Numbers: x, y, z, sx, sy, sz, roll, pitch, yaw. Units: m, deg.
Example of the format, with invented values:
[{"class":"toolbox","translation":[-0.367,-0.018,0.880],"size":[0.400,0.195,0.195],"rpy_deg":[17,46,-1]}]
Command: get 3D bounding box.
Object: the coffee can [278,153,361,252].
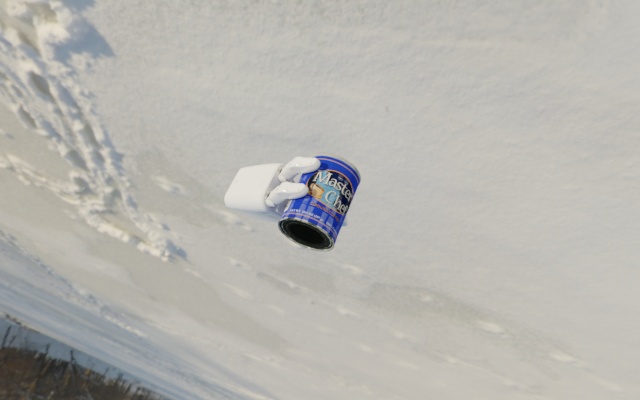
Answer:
[{"class":"coffee can","translation":[0.000,0.003,0.832],"size":[0.103,0.140,0.103],"rpy_deg":[19,-28,10]}]
